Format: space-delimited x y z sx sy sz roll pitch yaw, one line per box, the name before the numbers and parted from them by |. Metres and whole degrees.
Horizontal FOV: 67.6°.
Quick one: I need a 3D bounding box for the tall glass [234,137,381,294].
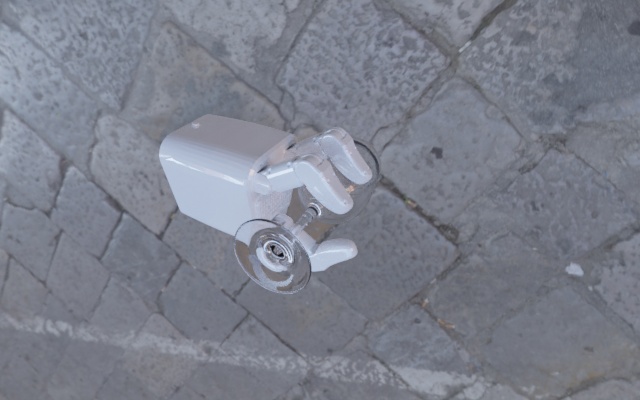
tall glass | 0.000 0.002 0.474 0.079 0.079 0.201 0 28 28
